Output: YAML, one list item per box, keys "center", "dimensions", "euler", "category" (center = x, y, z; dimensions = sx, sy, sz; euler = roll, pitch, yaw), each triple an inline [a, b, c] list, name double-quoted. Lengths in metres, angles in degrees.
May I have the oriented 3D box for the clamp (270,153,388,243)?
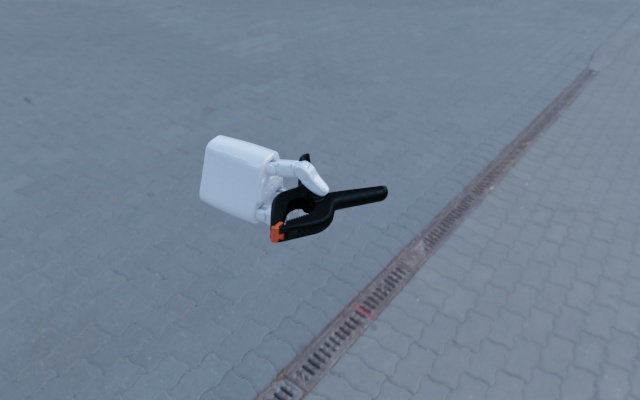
- center: [0.000, 0.002, 0.725]
  dimensions: [0.164, 0.036, 0.210]
  euler: [19, 38, 17]
  category: "clamp"
